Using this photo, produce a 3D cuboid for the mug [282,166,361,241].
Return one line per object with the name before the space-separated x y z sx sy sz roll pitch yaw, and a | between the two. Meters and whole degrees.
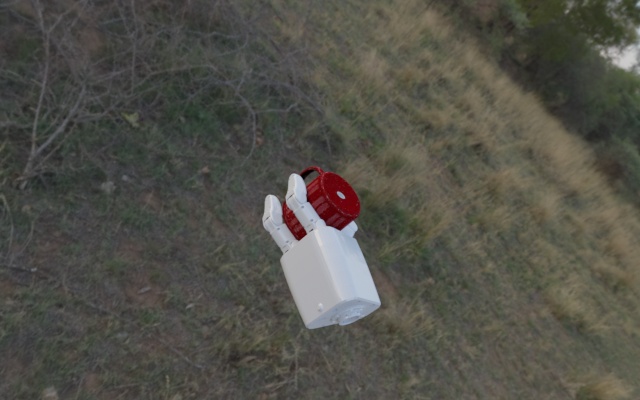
mug | 0.000 0.001 0.706 0.093 0.117 0.081 10 -41 -47
